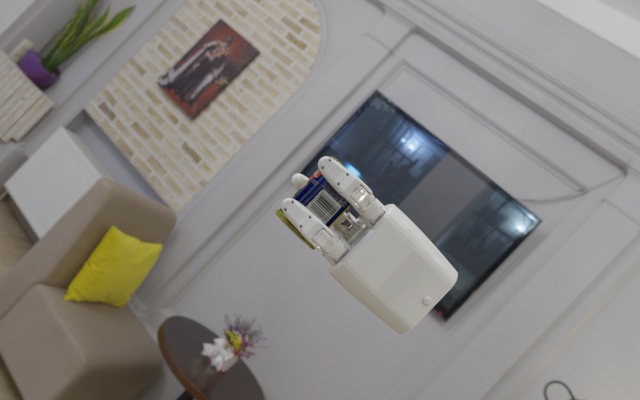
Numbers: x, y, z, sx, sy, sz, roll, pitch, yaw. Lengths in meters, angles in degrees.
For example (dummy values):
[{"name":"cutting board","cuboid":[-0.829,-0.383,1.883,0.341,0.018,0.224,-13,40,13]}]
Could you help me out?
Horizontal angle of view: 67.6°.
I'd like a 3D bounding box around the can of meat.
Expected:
[{"name":"can of meat","cuboid":[0.000,0.001,0.525,0.057,0.084,0.102,44,-1,-1]}]
